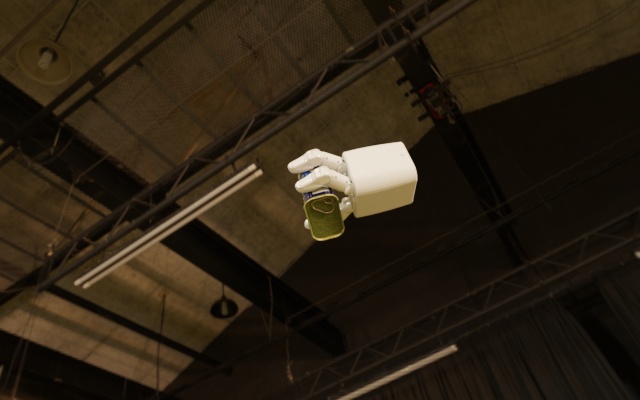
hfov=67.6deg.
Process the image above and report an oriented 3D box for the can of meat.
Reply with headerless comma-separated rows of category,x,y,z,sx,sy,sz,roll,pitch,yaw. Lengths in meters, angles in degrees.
can of meat,0.000,0.003,0.812,0.057,0.102,0.083,-15,44,0
